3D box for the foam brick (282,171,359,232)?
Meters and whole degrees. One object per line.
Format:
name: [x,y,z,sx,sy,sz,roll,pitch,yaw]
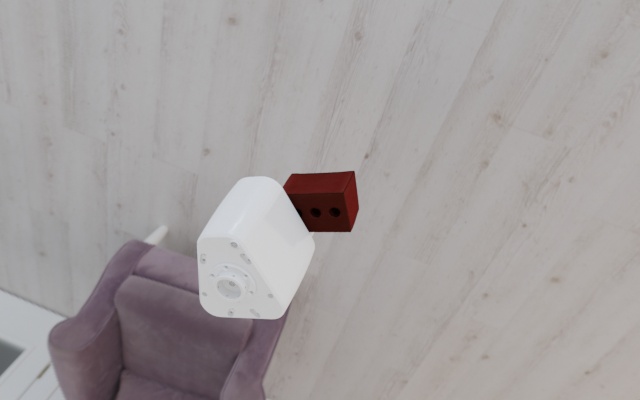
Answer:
foam brick: [0.000,0.002,0.541,0.078,0.053,0.051,-2,30,17]
